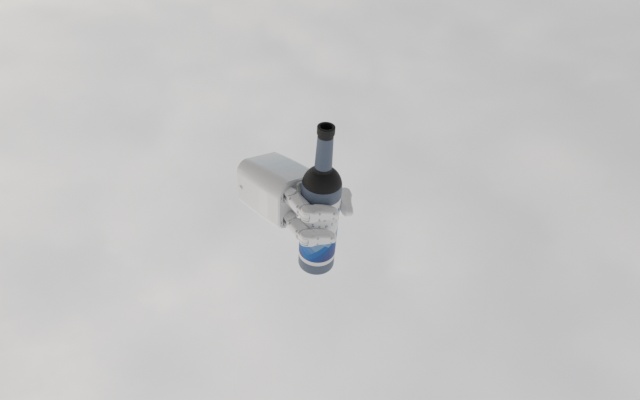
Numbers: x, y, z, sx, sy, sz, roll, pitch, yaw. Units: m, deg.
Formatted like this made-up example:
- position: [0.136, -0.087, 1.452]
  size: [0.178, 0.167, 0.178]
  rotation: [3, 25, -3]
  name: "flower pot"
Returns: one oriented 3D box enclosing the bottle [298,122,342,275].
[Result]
- position: [0.000, 0.003, 0.795]
  size: [0.069, 0.296, 0.069]
  rotation: [2, 41, -2]
  name: "bottle"
